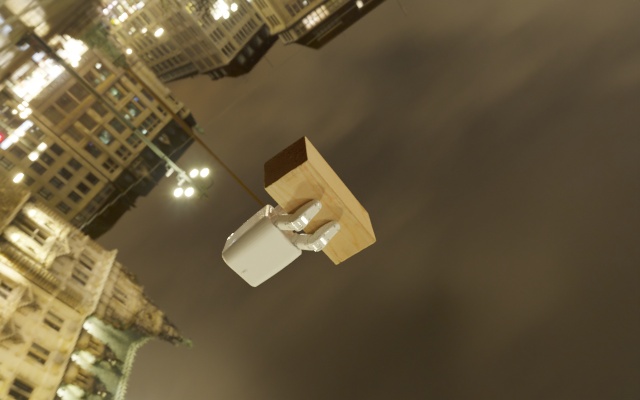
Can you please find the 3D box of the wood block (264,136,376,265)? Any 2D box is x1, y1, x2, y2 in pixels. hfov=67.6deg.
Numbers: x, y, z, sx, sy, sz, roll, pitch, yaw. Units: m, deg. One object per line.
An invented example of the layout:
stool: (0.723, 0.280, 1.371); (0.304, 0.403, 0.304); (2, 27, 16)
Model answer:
wood block: (0.000, 0.003, 0.836); (0.090, 0.206, 0.090); (-33, 31, 14)
